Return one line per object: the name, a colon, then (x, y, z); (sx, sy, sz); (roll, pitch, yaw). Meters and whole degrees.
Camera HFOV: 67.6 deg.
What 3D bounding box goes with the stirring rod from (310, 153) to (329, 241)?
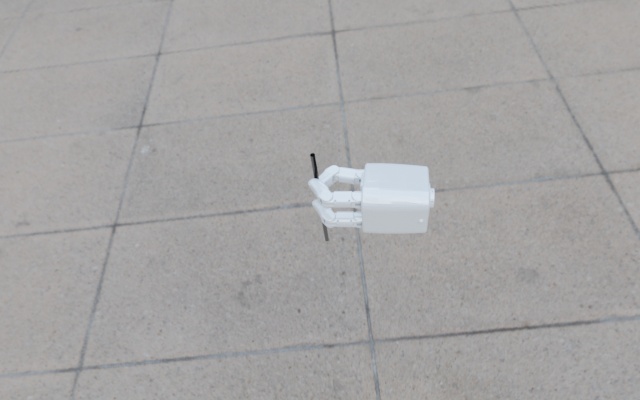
stirring rod: (0.000, 0.003, 0.841); (0.011, 0.011, 0.240); (0, -38, 8)
